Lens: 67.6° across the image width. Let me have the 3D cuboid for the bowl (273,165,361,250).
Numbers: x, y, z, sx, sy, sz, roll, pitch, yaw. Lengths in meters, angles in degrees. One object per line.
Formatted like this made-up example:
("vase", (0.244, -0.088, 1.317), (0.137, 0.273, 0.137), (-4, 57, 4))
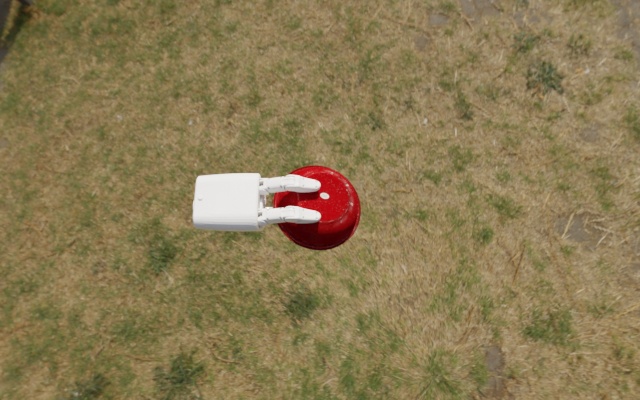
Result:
("bowl", (0.001, 0.002, 0.833), (0.162, 0.162, 0.055), (0, -20, -13))
